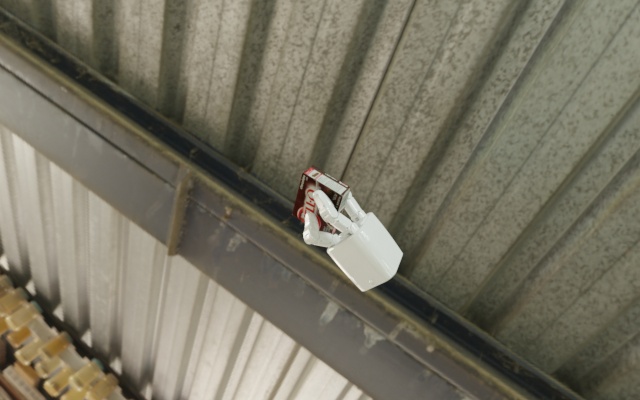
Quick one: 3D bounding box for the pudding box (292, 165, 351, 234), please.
[{"bbox_3d":[0.000,0.003,0.895,0.090,0.114,0.039,30,41,16],"label":"pudding box"}]
